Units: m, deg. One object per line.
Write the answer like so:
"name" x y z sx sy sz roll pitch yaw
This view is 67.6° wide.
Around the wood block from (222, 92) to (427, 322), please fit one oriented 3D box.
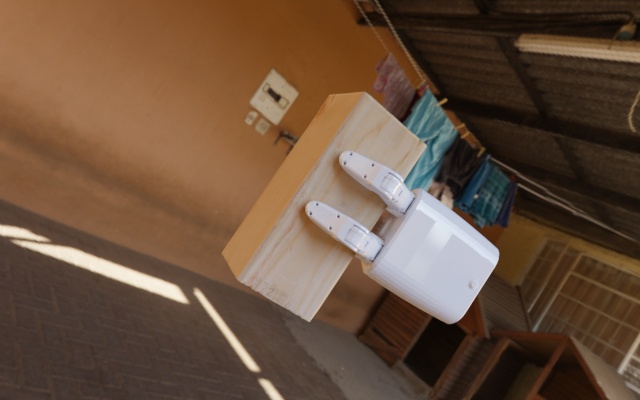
"wood block" 0.000 0.002 0.486 0.090 0.206 0.091 35 -4 -22
